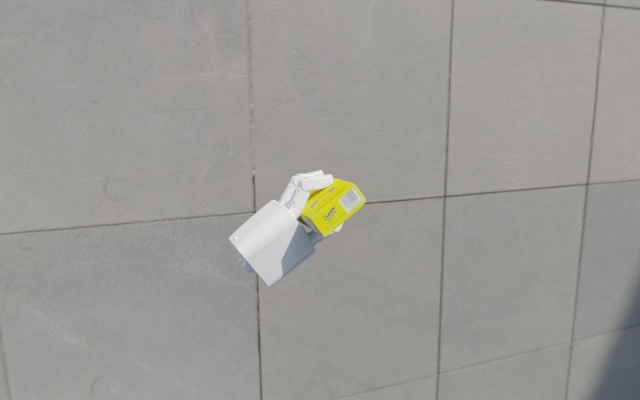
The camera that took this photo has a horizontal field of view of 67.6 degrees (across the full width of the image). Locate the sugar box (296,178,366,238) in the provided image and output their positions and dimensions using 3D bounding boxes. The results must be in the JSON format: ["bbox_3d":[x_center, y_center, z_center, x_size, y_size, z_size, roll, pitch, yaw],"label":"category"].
[{"bbox_3d":[0.000,0.002,0.829,0.093,0.048,0.176,-40,21,-11],"label":"sugar box"}]
